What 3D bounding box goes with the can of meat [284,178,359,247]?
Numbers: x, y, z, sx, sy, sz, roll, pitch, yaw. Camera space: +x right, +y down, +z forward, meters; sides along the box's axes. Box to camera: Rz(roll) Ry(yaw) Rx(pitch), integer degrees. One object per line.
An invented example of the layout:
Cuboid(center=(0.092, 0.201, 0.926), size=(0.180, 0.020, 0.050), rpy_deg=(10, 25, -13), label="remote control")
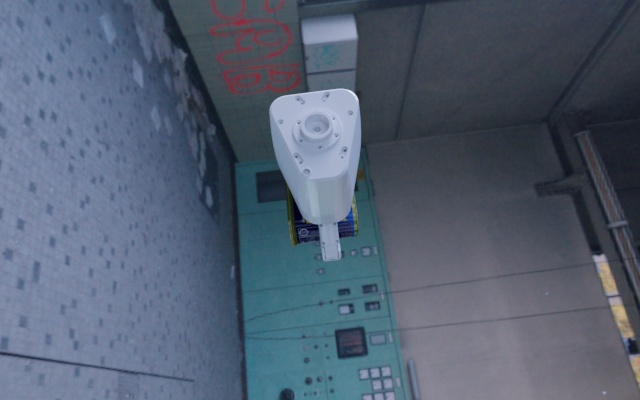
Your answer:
Cuboid(center=(0.000, 0.002, 0.607), size=(0.084, 0.102, 0.057), rpy_deg=(-7, -26, 0), label="can of meat")
